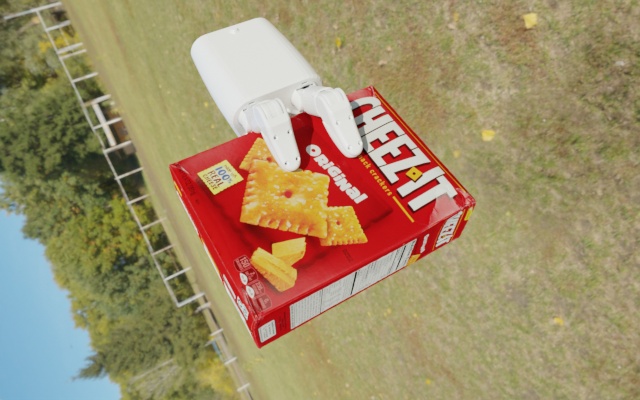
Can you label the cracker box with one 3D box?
[{"bbox_3d":[0.000,0.002,0.427,0.213,0.164,0.072,-25,-28,-18],"label":"cracker box"}]
